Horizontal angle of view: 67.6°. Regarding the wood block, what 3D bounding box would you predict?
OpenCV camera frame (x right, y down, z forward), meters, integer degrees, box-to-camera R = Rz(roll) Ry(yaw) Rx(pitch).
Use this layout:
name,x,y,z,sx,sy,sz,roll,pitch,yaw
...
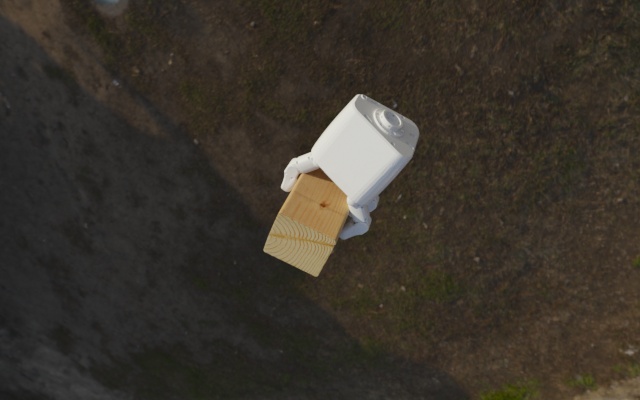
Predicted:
name,x,y,z,sx,sy,sz,roll,pitch,yaw
wood block,0.000,0.002,0.745,0.091,0.090,0.206,26,42,1
